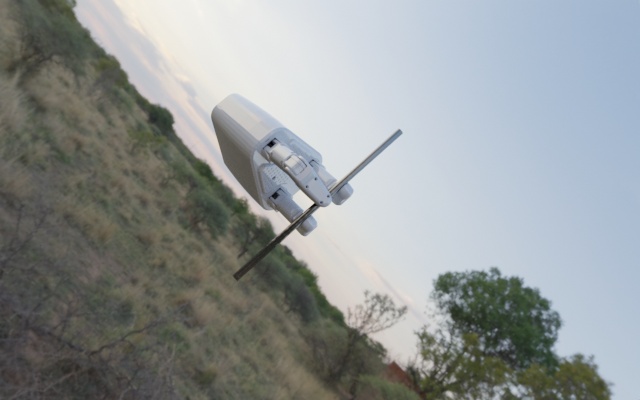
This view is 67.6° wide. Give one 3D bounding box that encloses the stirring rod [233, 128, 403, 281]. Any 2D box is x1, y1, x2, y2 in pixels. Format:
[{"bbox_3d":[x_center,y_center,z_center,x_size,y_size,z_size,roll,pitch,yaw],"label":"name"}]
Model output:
[{"bbox_3d":[0.000,0.002,0.514,0.239,0.011,0.011,-42,7,-9],"label":"stirring rod"}]
